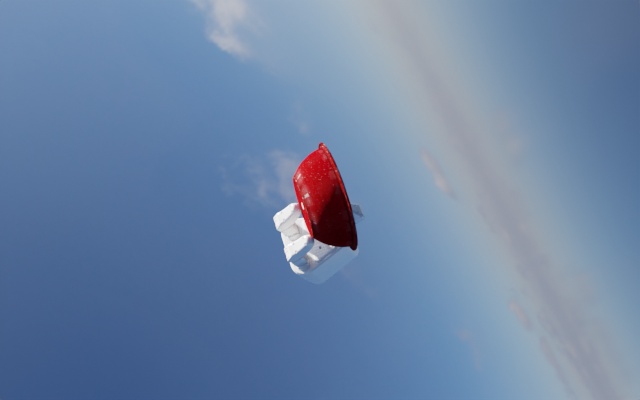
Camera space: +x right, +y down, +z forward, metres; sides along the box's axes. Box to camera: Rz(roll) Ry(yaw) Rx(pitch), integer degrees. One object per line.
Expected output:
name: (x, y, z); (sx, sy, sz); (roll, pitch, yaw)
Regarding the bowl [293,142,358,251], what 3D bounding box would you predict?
bowl: (0.000, 0.002, 0.679); (0.055, 0.162, 0.162); (-17, 2, -7)
